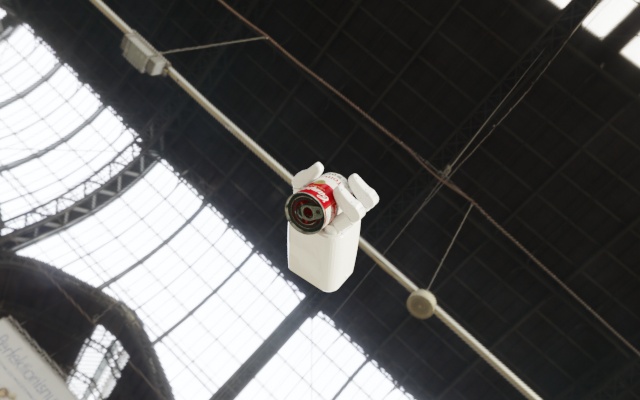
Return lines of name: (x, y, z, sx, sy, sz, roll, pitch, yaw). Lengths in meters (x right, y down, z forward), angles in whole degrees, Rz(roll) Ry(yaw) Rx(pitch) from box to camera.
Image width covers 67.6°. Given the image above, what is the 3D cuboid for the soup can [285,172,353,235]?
soup can: (0.000, 0.002, 0.742, 0.068, 0.068, 0.102, 0, 20, 30)
